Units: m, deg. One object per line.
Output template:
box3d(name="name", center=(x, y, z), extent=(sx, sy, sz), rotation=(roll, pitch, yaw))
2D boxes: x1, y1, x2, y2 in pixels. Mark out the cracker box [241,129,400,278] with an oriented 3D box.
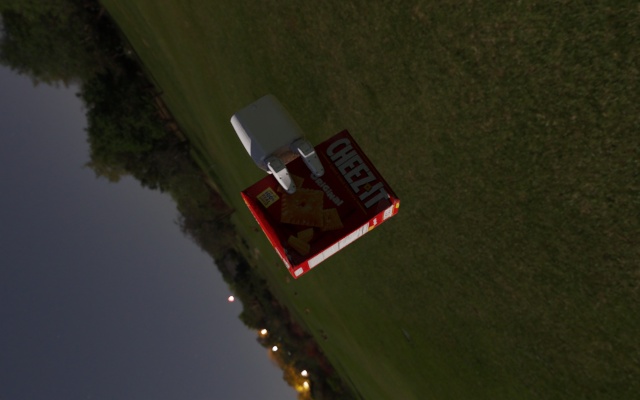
box3d(name="cracker box", center=(0.000, 0.003, 0.809), extent=(0.213, 0.164, 0.072), rotation=(-32, -17, -8))
